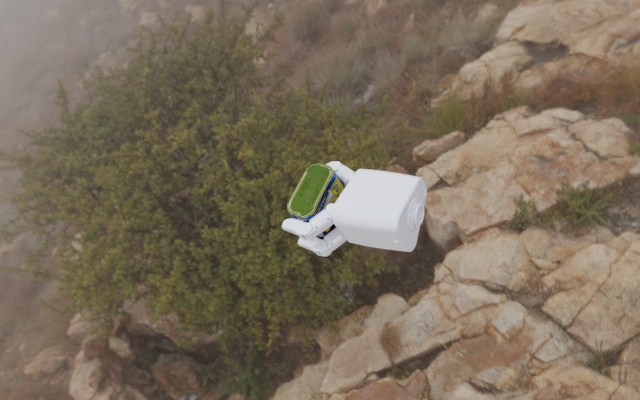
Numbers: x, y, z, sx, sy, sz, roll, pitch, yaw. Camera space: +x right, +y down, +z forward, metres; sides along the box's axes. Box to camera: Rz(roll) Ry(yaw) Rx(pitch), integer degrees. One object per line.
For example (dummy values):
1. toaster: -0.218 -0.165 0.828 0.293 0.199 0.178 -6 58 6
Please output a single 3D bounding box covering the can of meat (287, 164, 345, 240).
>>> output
1. can of meat: 0.000 0.002 0.774 0.057 0.102 0.084 13 -23 34
